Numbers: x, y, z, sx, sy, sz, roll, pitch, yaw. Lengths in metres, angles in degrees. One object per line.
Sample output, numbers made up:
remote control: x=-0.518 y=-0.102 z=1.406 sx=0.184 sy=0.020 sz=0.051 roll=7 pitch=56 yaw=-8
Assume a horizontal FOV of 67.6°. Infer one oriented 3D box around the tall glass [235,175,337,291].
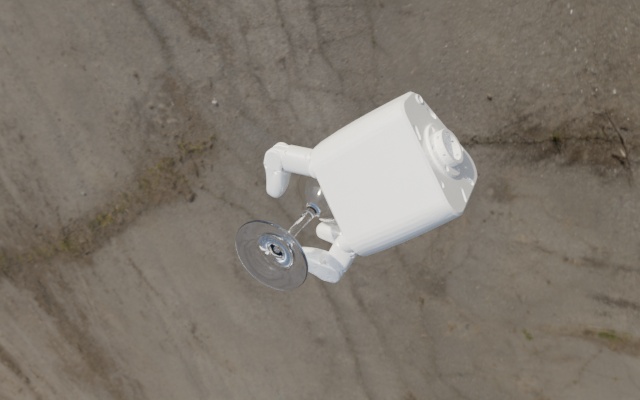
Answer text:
tall glass: x=0.000 y=0.002 z=0.495 sx=0.079 sy=0.079 sz=0.201 roll=0 pitch=29 yaw=30
